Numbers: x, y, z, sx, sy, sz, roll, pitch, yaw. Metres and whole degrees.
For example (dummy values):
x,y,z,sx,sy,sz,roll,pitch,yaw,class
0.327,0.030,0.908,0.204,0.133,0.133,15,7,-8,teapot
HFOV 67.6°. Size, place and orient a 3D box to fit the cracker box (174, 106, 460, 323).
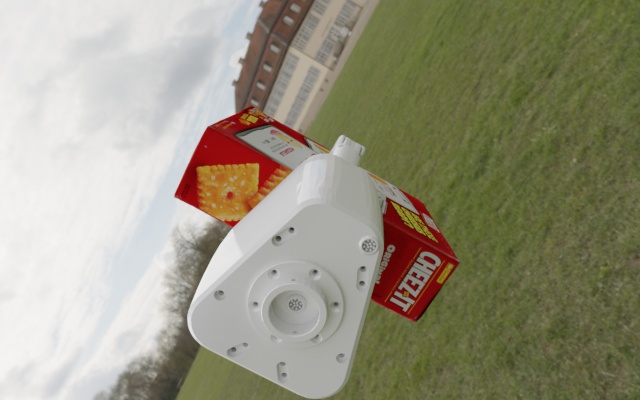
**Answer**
x,y,z,sx,sy,sz,roll,pitch,yaw,class
0.000,0.001,0.432,0.214,0.072,0.164,29,15,-6,cracker box
